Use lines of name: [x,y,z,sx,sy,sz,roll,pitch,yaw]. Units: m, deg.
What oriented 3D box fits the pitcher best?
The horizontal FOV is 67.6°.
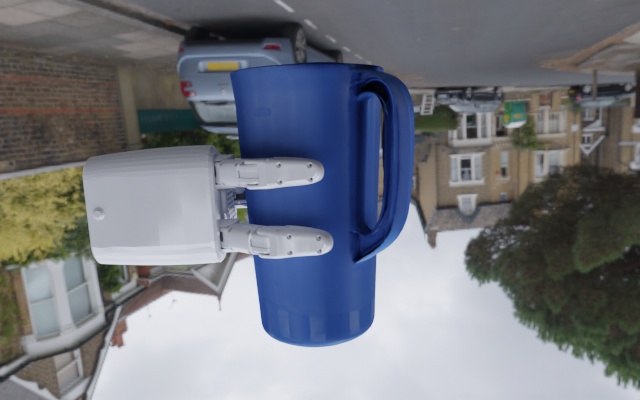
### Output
pitcher: [0.000,0.001,0.427,0.145,0.243,0.149,-3,9,0]
